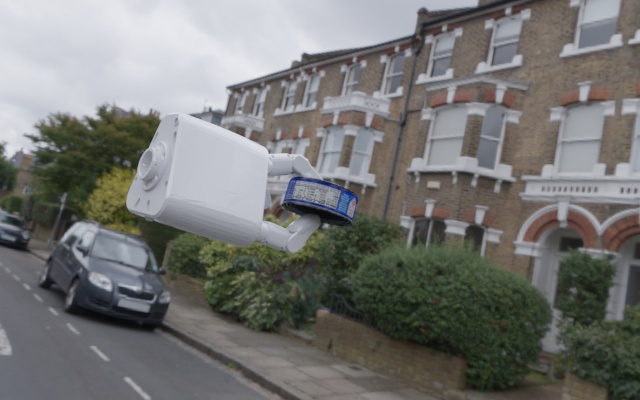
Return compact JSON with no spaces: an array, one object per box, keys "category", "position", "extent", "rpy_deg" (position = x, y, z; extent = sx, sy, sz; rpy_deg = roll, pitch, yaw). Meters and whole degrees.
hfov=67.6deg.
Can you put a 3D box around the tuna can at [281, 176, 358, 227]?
[{"category":"tuna can","position":[0.000,0.001,0.558],"extent":[0.086,0.033,0.086],"rpy_deg":[15,-11,3]}]
